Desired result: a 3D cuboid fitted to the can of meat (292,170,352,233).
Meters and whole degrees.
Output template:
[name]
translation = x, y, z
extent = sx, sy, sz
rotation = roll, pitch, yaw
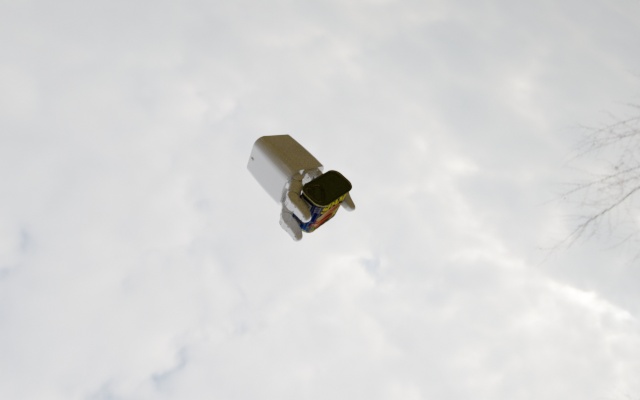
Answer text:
[can of meat]
translation = 0.000, 0.003, 0.877
extent = 0.102, 0.057, 0.084
rotation = -32, -22, -42
